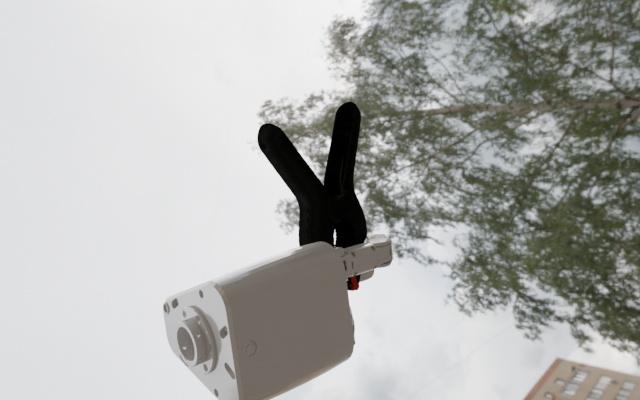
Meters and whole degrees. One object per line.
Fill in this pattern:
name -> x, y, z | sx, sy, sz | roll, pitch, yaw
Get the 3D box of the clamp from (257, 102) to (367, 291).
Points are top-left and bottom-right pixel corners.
clamp -> 0.000, 0.001, 0.415 | 0.120, 0.171, 0.039 | -12, 8, -42
